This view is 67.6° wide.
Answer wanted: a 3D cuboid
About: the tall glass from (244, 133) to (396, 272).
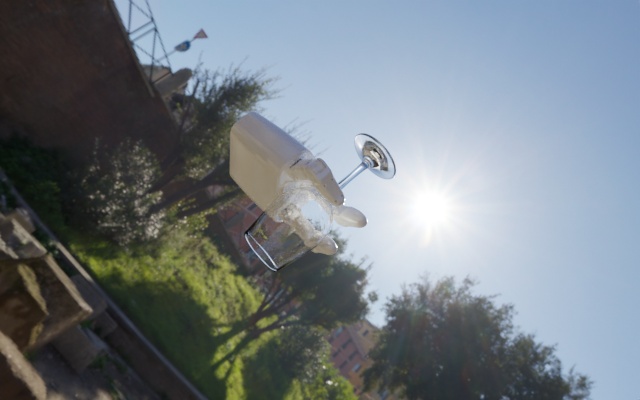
[{"bbox_3d":[0.001,0.002,0.601,0.201,0.079,0.079,-40,15,-19],"label":"tall glass"}]
